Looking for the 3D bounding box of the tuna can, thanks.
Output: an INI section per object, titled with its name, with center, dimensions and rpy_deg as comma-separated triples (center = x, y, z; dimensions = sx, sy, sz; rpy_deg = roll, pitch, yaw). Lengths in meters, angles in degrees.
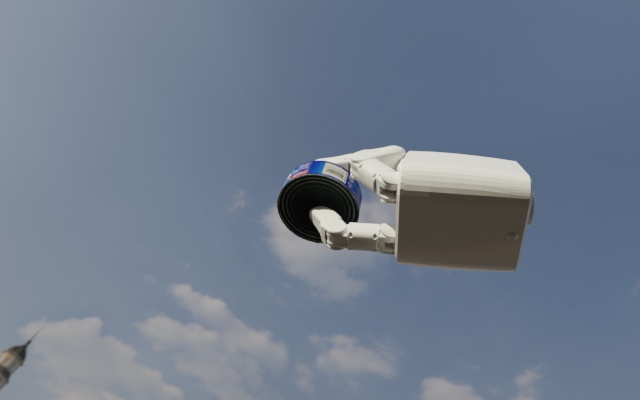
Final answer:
[tuna can]
center = 0.000, 0.001, 0.502
dimensions = 0.086, 0.086, 0.033
rpy_deg = 0, 34, 13
